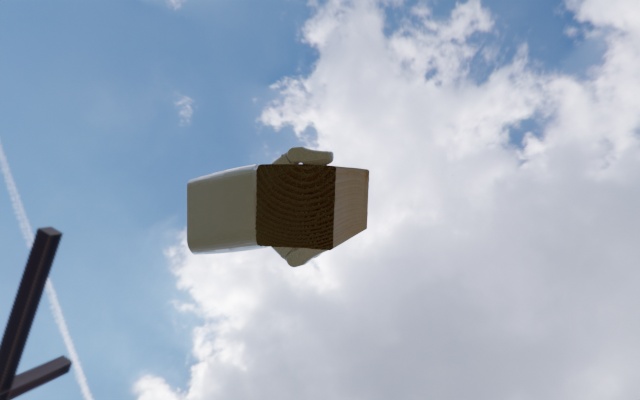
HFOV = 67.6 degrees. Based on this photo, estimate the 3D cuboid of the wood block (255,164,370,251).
[{"bbox_3d":[0.000,0.002,0.602,0.090,0.091,0.206,2,3,15],"label":"wood block"}]
